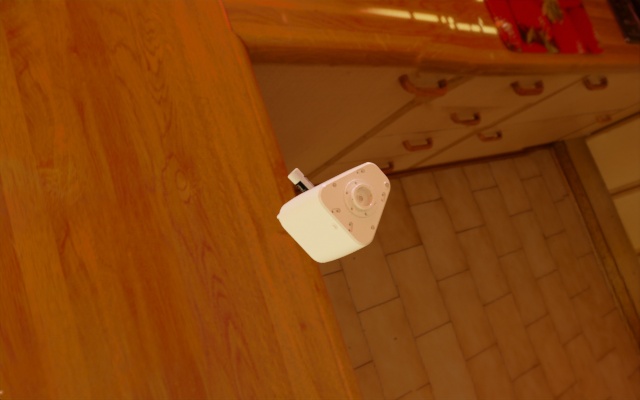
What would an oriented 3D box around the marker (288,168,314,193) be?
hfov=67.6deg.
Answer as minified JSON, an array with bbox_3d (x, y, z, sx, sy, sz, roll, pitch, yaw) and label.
[{"bbox_3d":[0.000,0.002,0.704,0.020,0.121,0.020,-42,9,8],"label":"marker"}]
